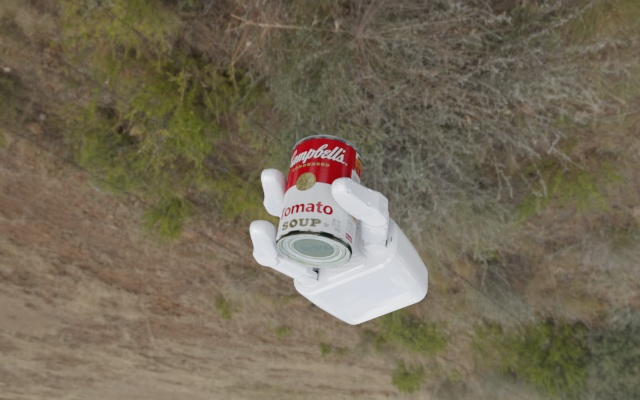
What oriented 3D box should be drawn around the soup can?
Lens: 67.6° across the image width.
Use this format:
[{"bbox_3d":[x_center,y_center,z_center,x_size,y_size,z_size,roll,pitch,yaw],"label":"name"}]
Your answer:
[{"bbox_3d":[0.000,0.001,0.431,0.068,0.102,0.068,6,-31,4],"label":"soup can"}]
